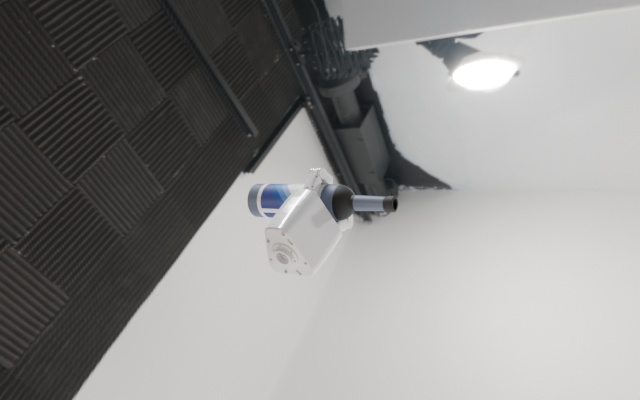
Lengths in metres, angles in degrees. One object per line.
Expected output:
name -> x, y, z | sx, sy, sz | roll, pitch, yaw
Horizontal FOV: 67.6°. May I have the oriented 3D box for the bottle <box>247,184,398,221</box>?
bottle -> 0.000, 0.003, 0.878 | 0.295, 0.069, 0.069 | 1, 1, 32
